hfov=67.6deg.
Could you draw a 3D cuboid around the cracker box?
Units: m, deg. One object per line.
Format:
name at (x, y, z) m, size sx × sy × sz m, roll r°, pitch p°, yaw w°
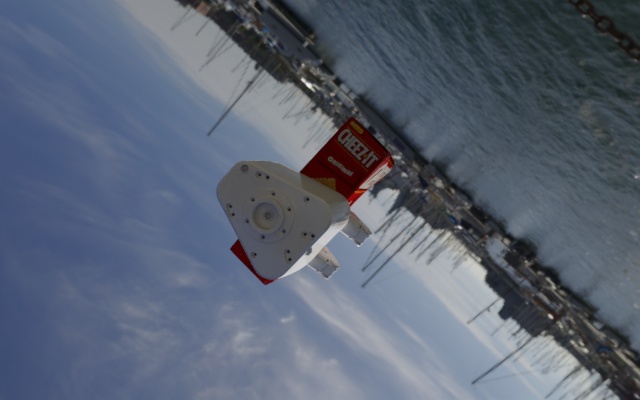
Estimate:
cracker box at (0.000, 0.002, 0.624) m, size 0.072 × 0.214 × 0.164 m, roll 45°, pitch 8°, yaw 6°
